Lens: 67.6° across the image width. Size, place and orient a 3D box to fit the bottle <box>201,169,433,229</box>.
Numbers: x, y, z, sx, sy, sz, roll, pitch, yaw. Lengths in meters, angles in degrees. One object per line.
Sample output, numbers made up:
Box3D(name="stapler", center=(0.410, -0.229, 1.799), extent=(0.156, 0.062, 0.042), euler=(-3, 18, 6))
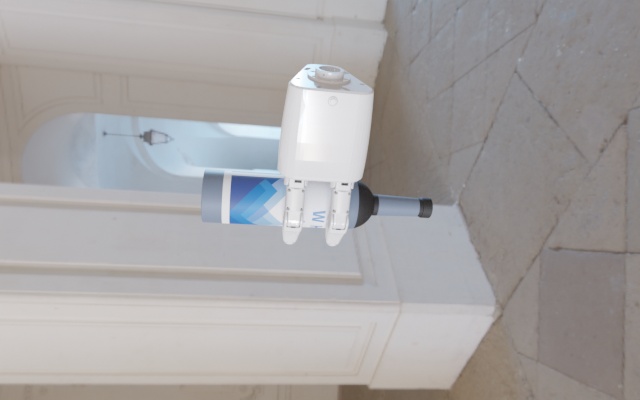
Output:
Box3D(name="bottle", center=(0.000, 0.002, 0.617), extent=(0.296, 0.069, 0.069), euler=(3, -1, -8))
